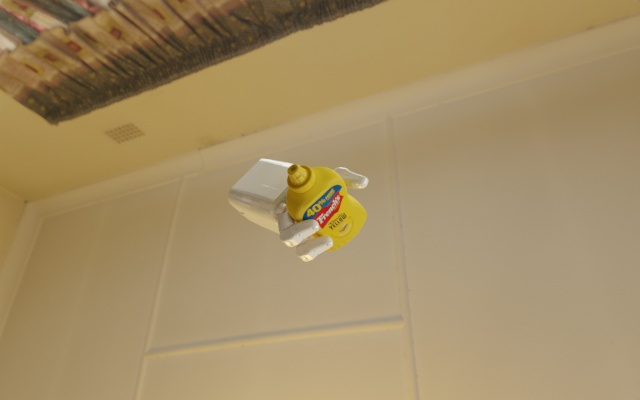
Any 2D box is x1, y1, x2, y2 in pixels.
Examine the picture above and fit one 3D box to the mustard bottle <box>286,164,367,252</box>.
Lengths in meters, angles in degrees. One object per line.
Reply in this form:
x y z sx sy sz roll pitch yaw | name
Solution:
0.000 0.003 0.736 0.058 0.096 0.192 47 -2 40 | mustard bottle
